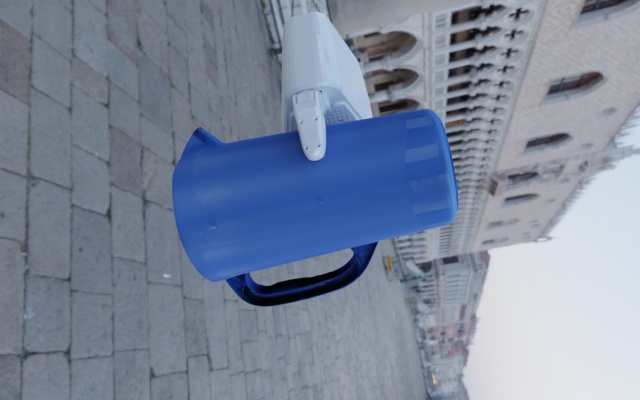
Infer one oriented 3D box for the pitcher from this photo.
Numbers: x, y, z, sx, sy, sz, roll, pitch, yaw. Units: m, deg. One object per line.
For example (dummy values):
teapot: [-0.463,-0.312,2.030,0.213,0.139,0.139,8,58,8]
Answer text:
pitcher: [0.000,0.001,0.455,0.243,0.145,0.149,-11,-31,9]
